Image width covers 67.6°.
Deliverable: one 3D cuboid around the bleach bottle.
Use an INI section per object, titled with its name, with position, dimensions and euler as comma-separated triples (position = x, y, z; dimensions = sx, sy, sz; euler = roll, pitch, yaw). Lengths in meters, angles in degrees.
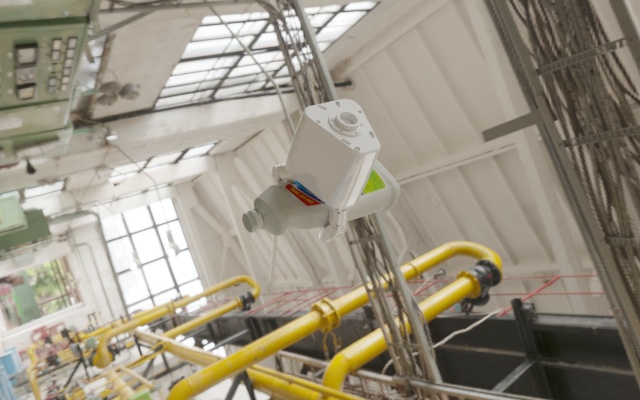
[bleach bottle]
position = 0.000, 0.002, 0.738
dimensions = 0.251, 0.102, 0.068
euler = -20, -30, -33
